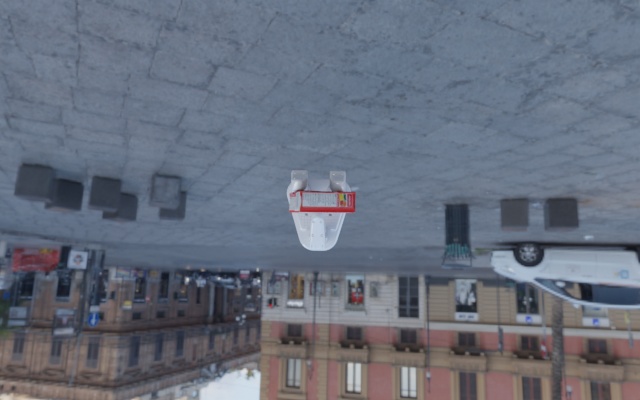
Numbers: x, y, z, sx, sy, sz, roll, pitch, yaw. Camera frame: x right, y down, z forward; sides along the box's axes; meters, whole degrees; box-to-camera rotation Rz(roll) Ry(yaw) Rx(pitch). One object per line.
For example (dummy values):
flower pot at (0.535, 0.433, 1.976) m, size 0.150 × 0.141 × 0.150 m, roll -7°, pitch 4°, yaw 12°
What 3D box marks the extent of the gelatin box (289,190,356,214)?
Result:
gelatin box at (0.000, 0.003, 0.640) m, size 0.073 × 0.030 × 0.089 m, roll 1°, pitch -2°, yaw -12°
